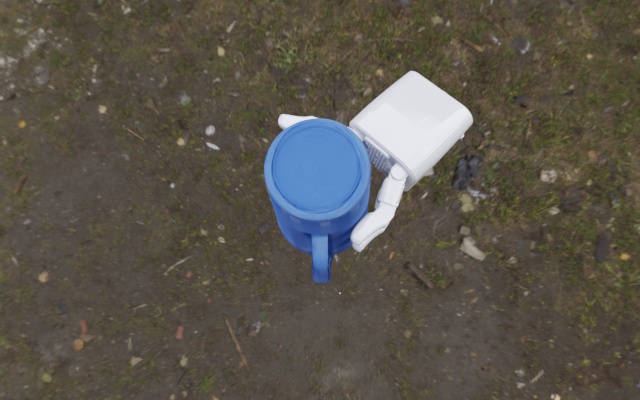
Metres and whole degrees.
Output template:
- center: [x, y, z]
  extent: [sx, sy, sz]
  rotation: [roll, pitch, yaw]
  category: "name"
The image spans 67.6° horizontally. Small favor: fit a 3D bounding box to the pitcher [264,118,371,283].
- center: [0.000, 0.002, 0.584]
  extent: [0.145, 0.149, 0.243]
  rotation: [-43, -9, -7]
  category: "pitcher"
